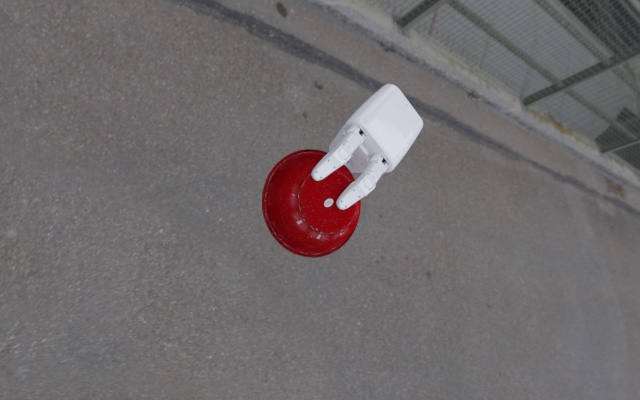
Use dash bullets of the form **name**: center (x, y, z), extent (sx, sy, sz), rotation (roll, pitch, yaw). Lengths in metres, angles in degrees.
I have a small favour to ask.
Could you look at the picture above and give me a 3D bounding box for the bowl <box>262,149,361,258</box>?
- **bowl**: center (0.000, 0.003, 0.687), extent (0.162, 0.162, 0.055), rotation (0, -3, -25)
